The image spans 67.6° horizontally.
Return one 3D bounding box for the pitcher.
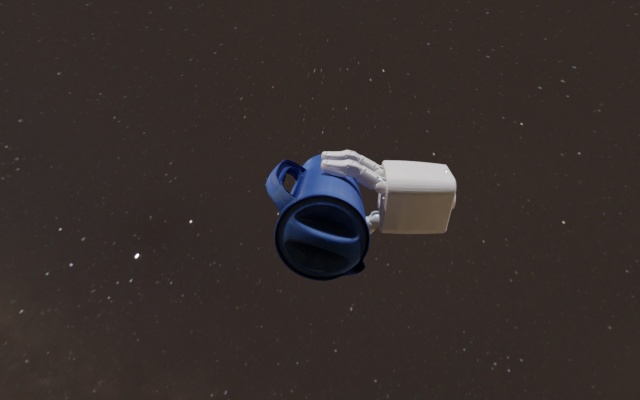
[{"bbox_3d":[0.000,0.003,0.760,0.145,0.149,0.242,0,23,2],"label":"pitcher"}]
